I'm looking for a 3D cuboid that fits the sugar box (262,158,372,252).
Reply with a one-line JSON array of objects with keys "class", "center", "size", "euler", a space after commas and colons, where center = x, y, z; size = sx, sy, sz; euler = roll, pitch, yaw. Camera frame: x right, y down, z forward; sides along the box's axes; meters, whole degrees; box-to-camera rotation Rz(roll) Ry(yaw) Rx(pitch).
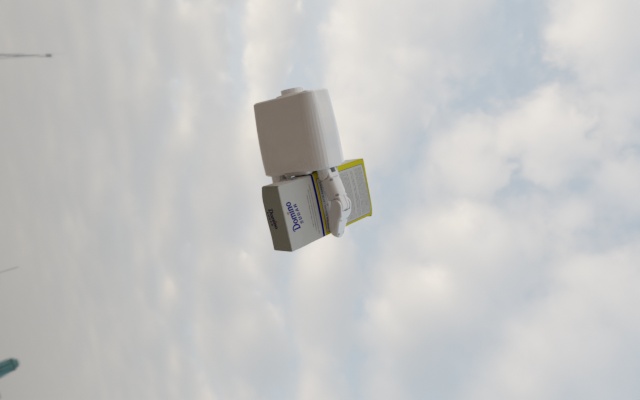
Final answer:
[{"class": "sugar box", "center": [0.000, 0.002, 0.690], "size": [0.176, 0.093, 0.048], "euler": [-19, 12, -40]}]
